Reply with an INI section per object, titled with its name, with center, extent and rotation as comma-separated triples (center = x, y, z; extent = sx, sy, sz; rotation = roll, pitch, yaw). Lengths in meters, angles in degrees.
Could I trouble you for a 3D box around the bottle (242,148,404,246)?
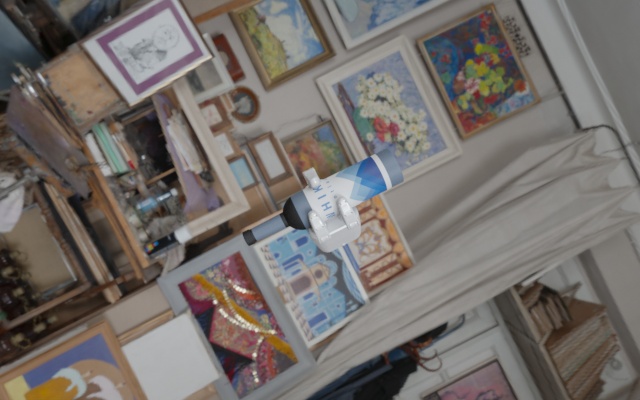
[bottle]
center = 0.000, 0.003, 0.842
extent = 0.296, 0.069, 0.069
rotation = -26, 0, -1
